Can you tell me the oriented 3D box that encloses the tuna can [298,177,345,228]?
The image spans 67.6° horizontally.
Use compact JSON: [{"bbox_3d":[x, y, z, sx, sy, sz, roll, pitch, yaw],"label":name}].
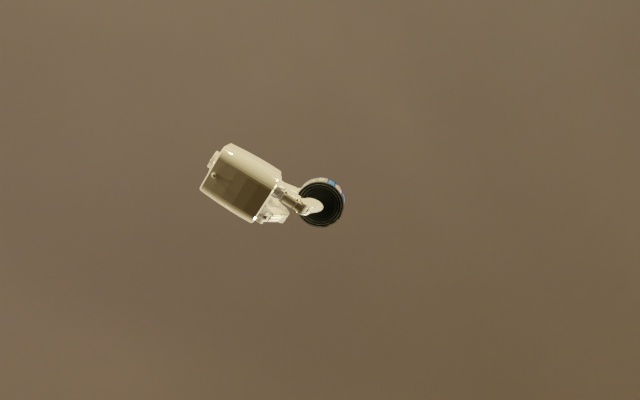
[{"bbox_3d":[0.000,0.003,0.852,0.086,0.086,0.033,0,20,6],"label":"tuna can"}]
